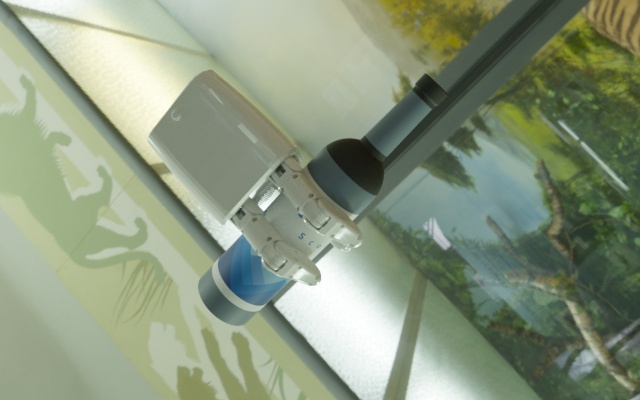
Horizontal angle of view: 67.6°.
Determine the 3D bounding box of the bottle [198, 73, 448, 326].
[{"bbox_3d":[0.000,0.002,0.448,0.296,0.069,0.069,-45,-17,17],"label":"bottle"}]
